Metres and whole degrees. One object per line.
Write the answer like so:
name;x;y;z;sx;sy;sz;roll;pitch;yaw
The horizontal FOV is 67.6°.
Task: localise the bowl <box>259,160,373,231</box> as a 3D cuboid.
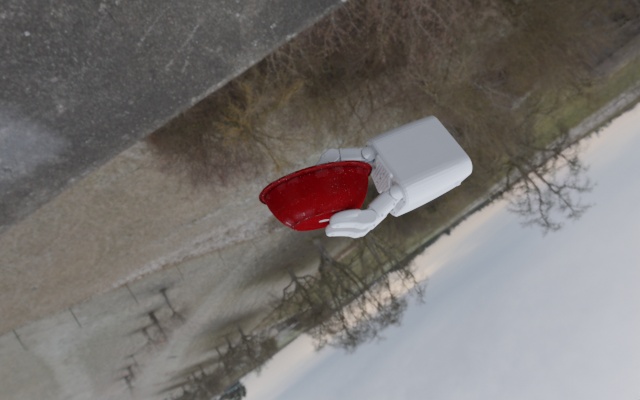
bowl;-0.001;0.003;0.653;0.162;0.055;0.162;-14;-14;-4
